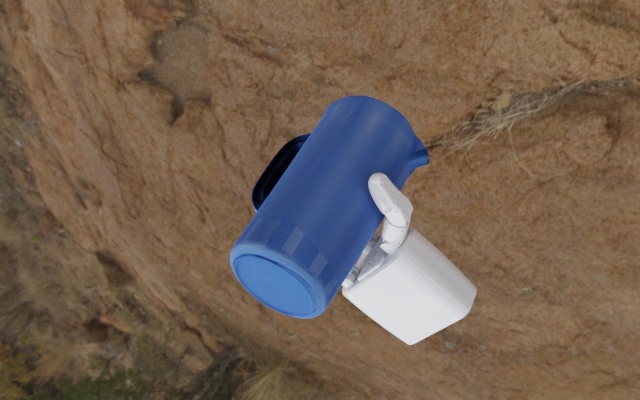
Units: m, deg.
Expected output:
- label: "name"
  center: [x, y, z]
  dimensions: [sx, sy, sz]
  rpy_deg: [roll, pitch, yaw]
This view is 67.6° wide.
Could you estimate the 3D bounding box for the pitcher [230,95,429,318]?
- label: "pitcher"
  center: [0.000, 0.002, 0.531]
  dimensions: [0.145, 0.242, 0.149]
  rpy_deg: [40, -37, -7]
